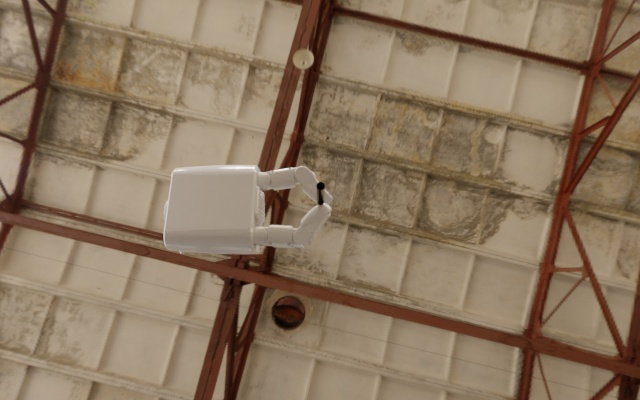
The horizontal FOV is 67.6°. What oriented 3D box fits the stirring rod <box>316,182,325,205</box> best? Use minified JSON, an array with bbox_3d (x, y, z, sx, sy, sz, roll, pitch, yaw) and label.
[{"bbox_3d":[0.000,0.002,0.570,0.011,0.011,0.239,0,-7,0],"label":"stirring rod"}]
